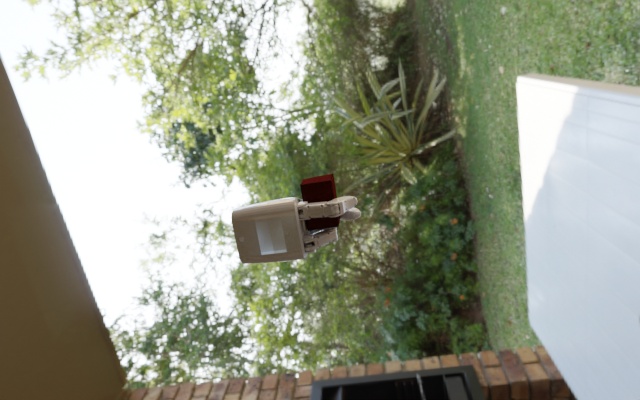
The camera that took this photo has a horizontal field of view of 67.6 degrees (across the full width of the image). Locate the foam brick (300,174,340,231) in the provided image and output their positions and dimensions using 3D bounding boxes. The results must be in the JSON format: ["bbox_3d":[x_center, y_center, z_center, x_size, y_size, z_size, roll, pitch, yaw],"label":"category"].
[{"bbox_3d":[0.000,0.002,0.766,0.051,0.078,0.053,-7,12,7],"label":"foam brick"}]
